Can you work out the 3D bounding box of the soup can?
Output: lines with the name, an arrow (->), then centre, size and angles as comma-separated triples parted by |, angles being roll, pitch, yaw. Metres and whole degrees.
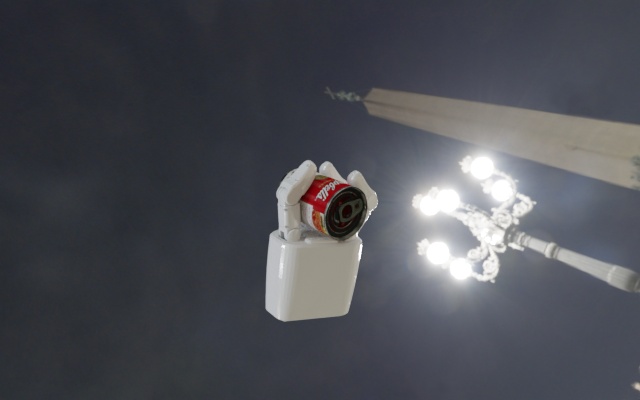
soup can -> 0.000, 0.001, 0.602 | 0.068, 0.068, 0.102 | 0, 16, -41
